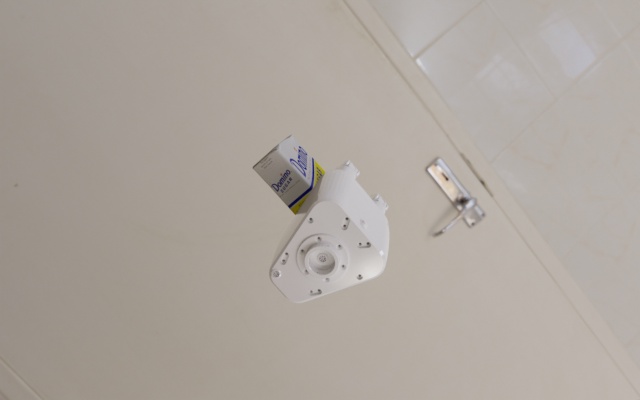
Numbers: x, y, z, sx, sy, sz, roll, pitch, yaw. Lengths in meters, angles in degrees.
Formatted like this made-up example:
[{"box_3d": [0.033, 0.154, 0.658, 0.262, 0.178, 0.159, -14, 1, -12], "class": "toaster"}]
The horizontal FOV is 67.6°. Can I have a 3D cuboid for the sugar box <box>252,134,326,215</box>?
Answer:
[{"box_3d": [0.001, 0.002, 0.592, 0.048, 0.176, 0.093, -37, 9, 17], "class": "sugar box"}]
